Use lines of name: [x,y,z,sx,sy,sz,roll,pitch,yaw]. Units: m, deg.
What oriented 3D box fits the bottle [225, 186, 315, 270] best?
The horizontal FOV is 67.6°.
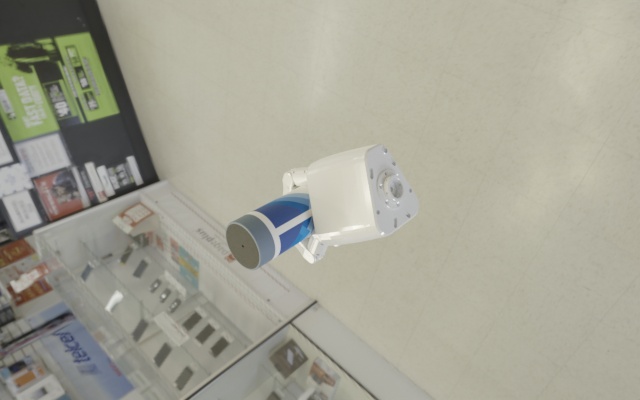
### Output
bottle: [0.000,0.002,0.685,0.069,0.069,0.295,0,22,45]
